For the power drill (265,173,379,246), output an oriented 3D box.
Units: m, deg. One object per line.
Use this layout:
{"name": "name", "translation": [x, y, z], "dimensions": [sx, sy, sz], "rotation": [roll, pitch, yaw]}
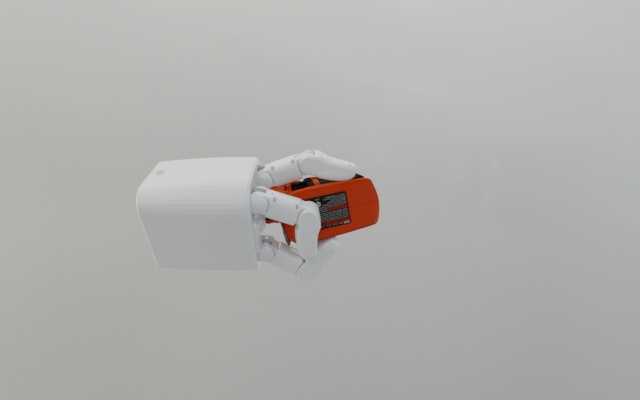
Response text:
{"name": "power drill", "translation": [0.000, 0.002, 0.582], "dimensions": [0.184, 0.057, 0.187], "rotation": [-15, 7, -16]}
